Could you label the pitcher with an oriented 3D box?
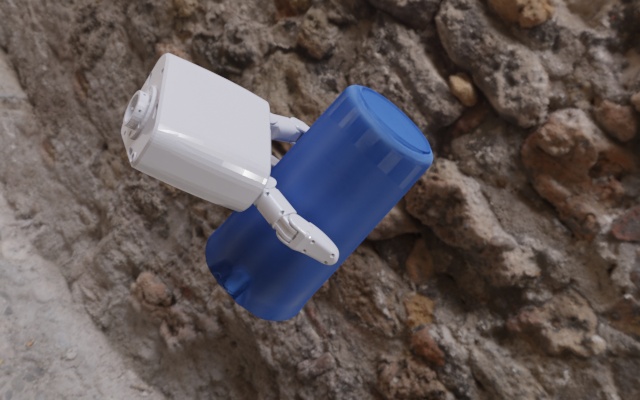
[{"bbox_3d":[0.000,0.002,0.506,0.145,0.243,0.149,24,31,-34],"label":"pitcher"}]
